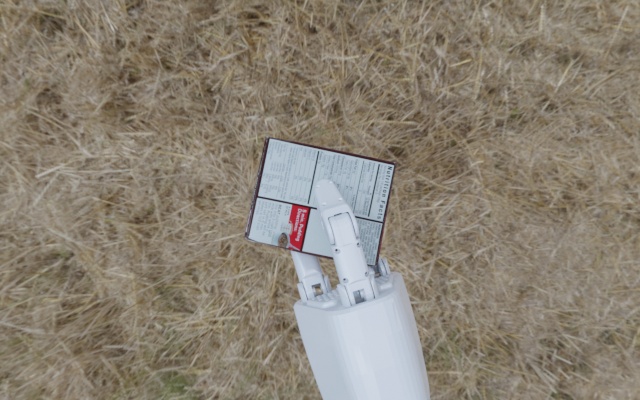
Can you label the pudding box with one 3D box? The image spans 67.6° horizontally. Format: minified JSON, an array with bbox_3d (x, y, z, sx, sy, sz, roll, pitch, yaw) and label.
[{"bbox_3d":[0.000,0.001,0.401,0.113,0.090,0.039,12,-3,-5],"label":"pudding box"}]
